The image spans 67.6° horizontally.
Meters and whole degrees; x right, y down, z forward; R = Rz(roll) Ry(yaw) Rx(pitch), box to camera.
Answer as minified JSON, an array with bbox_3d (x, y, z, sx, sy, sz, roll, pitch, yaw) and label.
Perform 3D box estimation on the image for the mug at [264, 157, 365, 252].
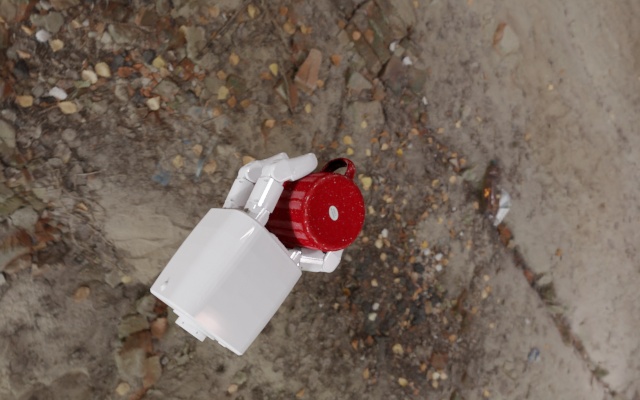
[{"bbox_3d":[0.001,0.001,0.519,0.093,0.117,0.081,45,-22,-28],"label":"mug"}]
